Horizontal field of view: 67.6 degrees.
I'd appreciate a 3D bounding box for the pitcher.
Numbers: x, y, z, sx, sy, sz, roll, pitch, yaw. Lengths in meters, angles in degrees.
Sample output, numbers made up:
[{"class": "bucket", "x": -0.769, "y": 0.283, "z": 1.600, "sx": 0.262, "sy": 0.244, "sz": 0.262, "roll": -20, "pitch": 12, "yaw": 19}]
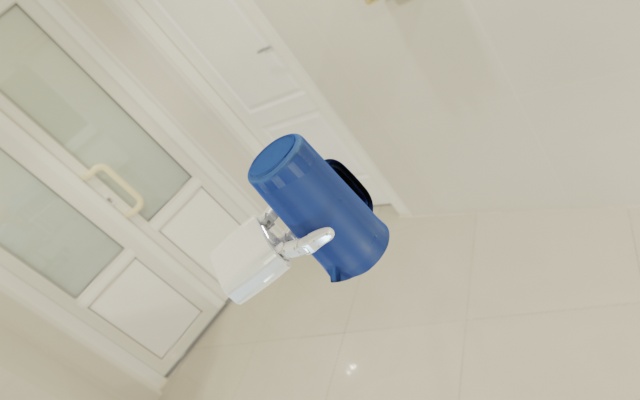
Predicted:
[{"class": "pitcher", "x": 0.000, "y": 0.003, "z": 0.787, "sx": 0.145, "sy": 0.243, "sz": 0.149, "roll": -39, "pitch": 28, "yaw": 5}]
